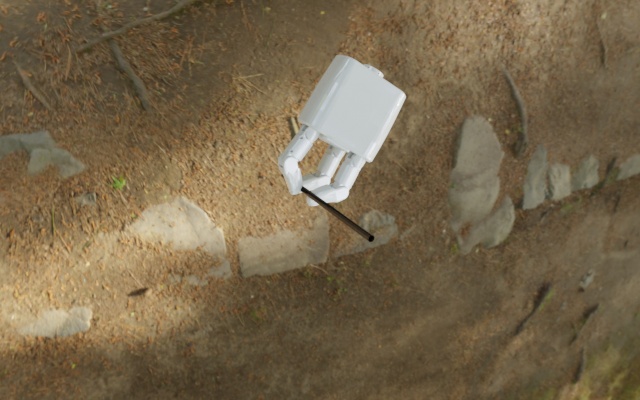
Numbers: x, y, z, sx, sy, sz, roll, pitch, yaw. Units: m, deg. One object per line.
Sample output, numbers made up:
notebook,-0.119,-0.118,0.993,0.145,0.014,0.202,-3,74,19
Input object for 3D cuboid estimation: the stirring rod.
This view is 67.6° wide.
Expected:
stirring rod,0.000,0.002,0.623,0.011,0.011,0.239,0,19,-30
